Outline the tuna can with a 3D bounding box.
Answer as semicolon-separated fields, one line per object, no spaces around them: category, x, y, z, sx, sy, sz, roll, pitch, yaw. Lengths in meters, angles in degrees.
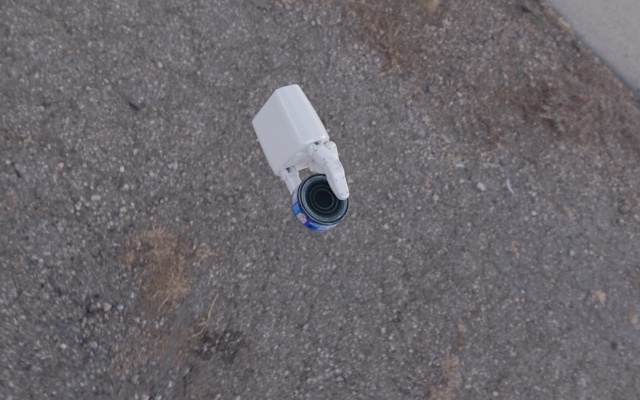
tuna can;0.000;0.002;0.727;0.086;0.086;0.034;0;-21;-24
